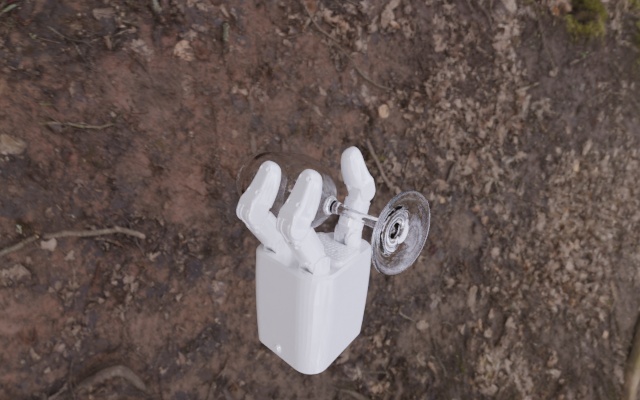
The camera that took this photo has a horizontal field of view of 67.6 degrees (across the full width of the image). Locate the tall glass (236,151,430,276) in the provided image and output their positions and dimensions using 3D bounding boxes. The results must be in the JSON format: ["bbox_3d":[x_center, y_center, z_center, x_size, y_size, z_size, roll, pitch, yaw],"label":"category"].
[{"bbox_3d":[0.001,0.002,0.458,0.079,0.079,0.201,0,15,-44],"label":"tall glass"}]
